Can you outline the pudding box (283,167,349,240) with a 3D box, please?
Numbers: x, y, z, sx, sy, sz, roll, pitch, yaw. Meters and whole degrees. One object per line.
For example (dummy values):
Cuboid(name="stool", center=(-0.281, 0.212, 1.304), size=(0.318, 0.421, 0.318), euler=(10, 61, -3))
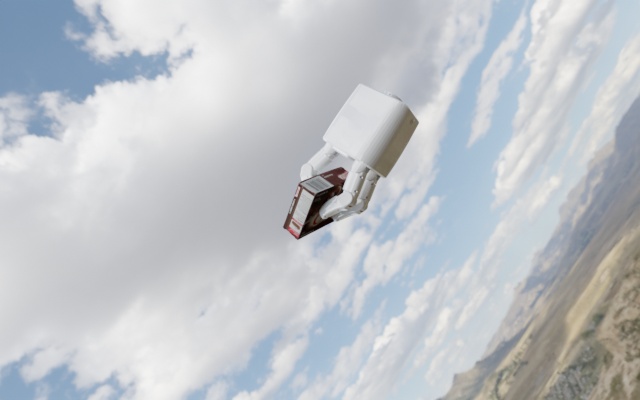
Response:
Cuboid(name="pudding box", center=(0.000, 0.002, 0.748), size=(0.039, 0.090, 0.113), euler=(37, 35, 25))
